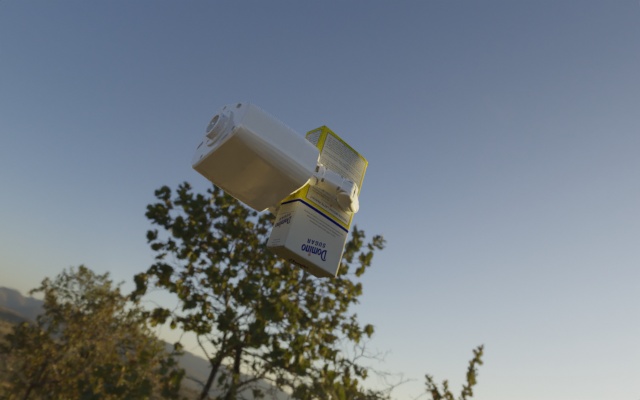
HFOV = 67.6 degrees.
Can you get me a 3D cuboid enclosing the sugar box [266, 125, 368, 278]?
[{"bbox_3d":[0.000,0.002,0.622,0.093,0.176,0.048,35,-28,-32],"label":"sugar box"}]
